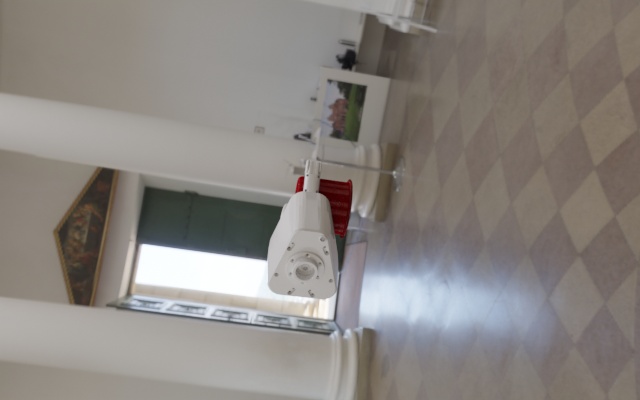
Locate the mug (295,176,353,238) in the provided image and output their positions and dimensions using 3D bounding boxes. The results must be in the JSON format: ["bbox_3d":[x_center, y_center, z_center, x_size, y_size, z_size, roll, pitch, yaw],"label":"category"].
[{"bbox_3d":[0.000,0.002,0.749,0.081,0.093,0.117,8,24,-6],"label":"mug"}]
